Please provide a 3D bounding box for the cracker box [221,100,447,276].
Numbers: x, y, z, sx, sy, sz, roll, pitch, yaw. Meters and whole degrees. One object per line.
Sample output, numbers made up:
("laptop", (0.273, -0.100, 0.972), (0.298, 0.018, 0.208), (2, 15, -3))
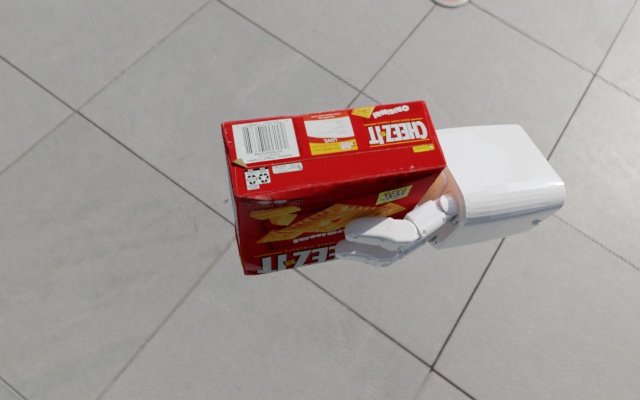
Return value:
("cracker box", (0.000, 0.001, 0.449), (0.164, 0.072, 0.214), (-9, -23, -11))
